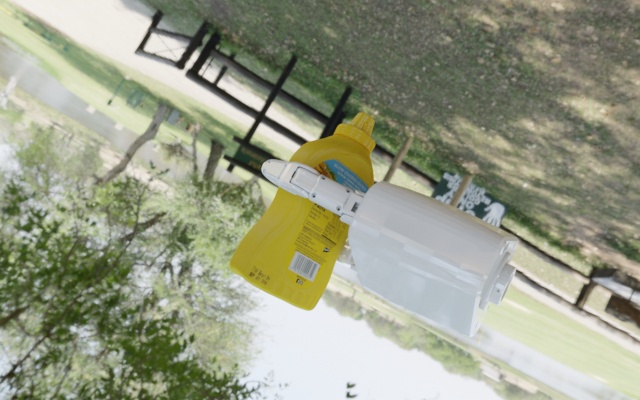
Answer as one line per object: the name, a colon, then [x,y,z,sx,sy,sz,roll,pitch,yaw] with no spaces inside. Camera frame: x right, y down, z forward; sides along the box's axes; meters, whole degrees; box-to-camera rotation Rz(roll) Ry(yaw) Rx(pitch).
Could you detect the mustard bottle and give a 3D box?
mustard bottle: [0.000,0.002,0.450,0.096,0.191,0.058,36,-11,-37]
